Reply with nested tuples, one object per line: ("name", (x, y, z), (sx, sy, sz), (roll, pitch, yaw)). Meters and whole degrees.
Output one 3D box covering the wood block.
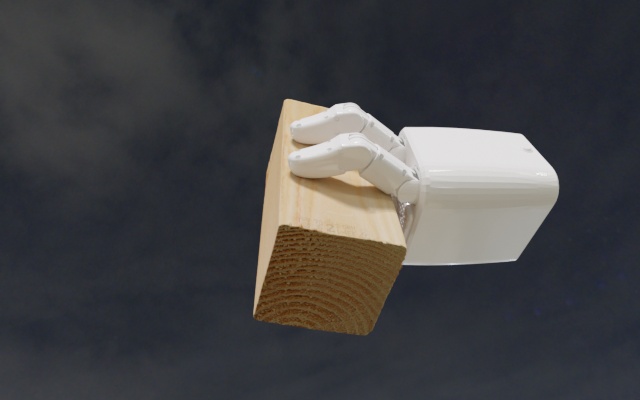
("wood block", (0.000, 0.002, 0.411), (0.090, 0.091, 0.206), (11, 32, -10))
